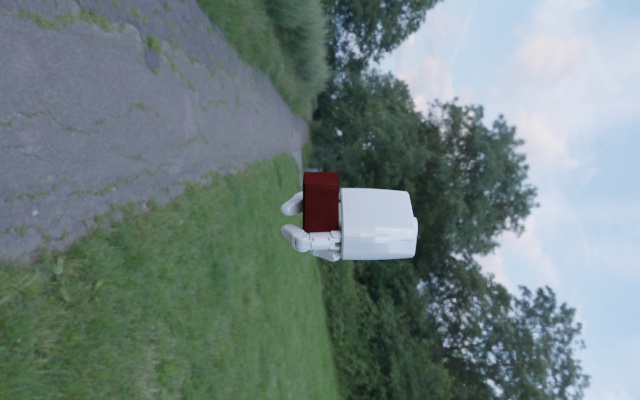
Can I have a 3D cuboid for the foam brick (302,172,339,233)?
[{"bbox_3d":[0.000,0.002,0.695,0.051,0.078,0.053,1,26,0],"label":"foam brick"}]
